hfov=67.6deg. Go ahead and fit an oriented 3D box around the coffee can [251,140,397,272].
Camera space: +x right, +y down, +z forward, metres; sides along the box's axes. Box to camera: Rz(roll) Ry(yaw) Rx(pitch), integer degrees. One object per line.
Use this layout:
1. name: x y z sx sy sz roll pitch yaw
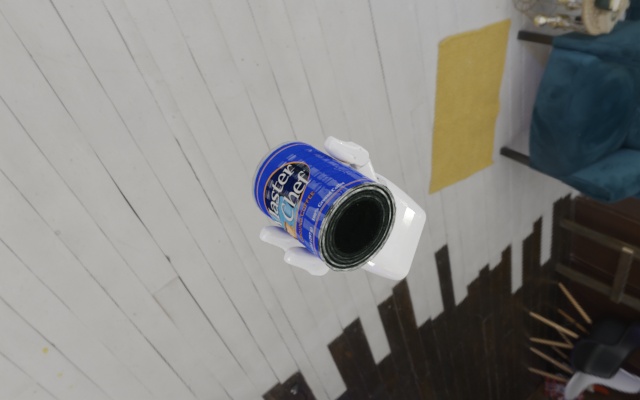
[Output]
1. coffee can: 0.000 0.002 0.539 0.103 0.103 0.140 0 23 -39
